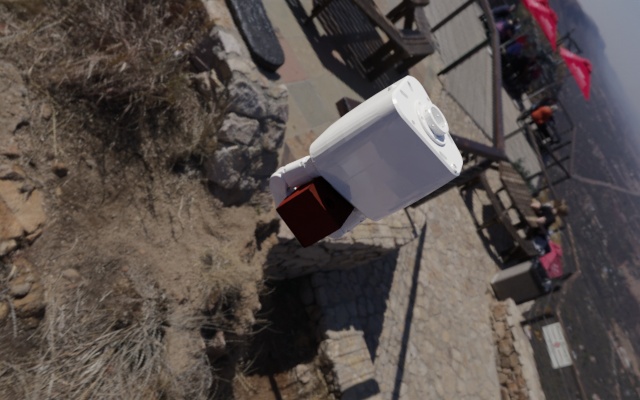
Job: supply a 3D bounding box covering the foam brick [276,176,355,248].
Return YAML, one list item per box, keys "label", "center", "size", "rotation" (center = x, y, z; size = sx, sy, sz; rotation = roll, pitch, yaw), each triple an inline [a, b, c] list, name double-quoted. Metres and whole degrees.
- label: "foam brick"
  center: [0.000, 0.002, 0.505]
  size: [0.051, 0.053, 0.078]
  rotation: [-30, 12, 34]
